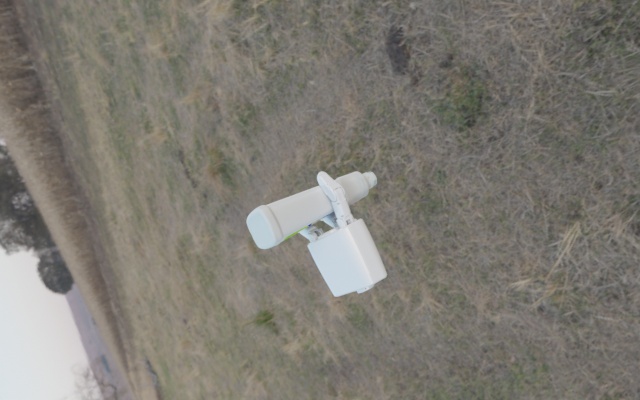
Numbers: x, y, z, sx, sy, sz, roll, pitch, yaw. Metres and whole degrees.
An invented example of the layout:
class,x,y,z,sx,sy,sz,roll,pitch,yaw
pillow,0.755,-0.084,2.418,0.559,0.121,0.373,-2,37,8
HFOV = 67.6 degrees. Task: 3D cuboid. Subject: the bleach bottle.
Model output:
class,x,y,z,sx,sy,sz,roll,pitch,yaw
bleach bottle,0.000,0.003,0.835,0.251,0.068,0.102,-25,-2,-28
